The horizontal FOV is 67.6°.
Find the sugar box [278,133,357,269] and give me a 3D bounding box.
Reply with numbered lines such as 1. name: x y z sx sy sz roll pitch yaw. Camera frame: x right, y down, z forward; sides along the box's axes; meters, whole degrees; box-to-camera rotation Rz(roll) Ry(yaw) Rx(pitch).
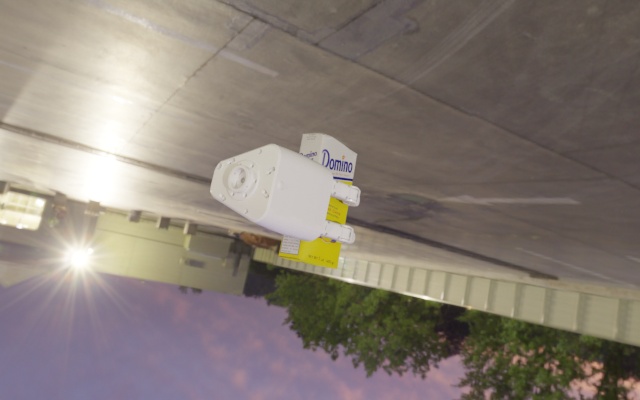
1. sugar box: 0.000 0.002 0.672 0.048 0.176 0.093 6 -10 36
